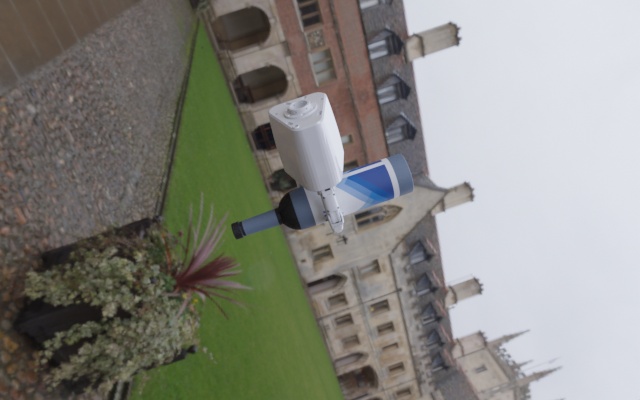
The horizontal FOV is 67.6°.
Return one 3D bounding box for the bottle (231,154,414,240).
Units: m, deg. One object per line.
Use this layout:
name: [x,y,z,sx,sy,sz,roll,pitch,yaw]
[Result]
bottle: [0.000,0.003,0.772,0.296,0.069,0.069,-19,1,-3]
